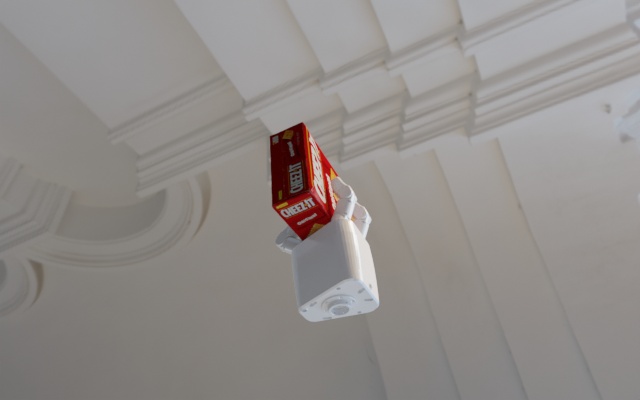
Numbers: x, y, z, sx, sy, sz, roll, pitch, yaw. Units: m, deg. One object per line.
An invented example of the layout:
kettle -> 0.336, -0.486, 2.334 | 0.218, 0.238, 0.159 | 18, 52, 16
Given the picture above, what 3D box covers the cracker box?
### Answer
cracker box -> 0.000, 0.003, 0.785 | 0.072, 0.164, 0.214 | -23, -46, 15
